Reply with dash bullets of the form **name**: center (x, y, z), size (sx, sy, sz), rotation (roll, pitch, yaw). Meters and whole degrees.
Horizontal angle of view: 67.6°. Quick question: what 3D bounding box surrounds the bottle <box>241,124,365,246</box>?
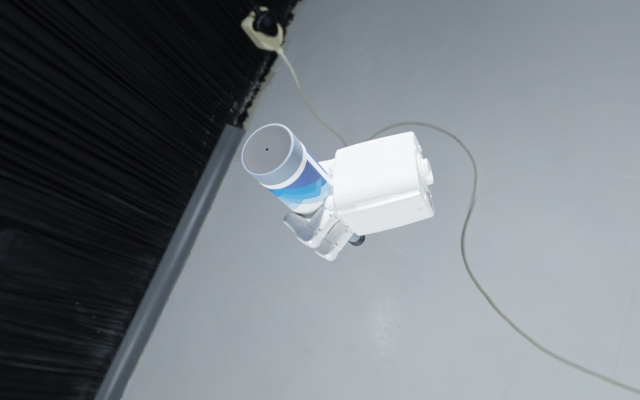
- **bottle**: center (0.000, 0.002, 0.648), size (0.069, 0.069, 0.296), rotation (0, -24, 26)
